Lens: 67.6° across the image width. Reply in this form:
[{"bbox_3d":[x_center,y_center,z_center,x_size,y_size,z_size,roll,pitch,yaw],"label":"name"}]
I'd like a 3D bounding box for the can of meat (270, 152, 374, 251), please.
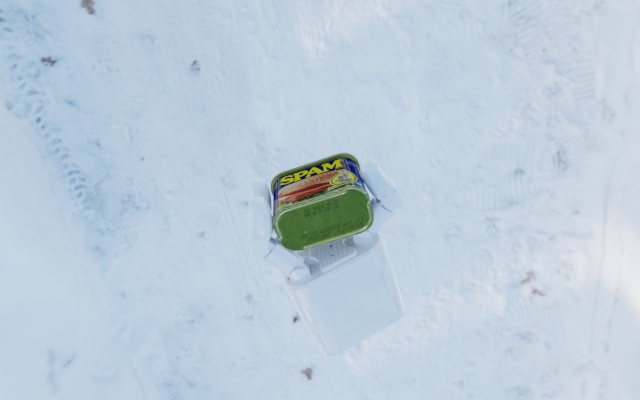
[{"bbox_3d":[0.000,0.002,0.490,0.102,0.057,0.084,-18,27,4],"label":"can of meat"}]
